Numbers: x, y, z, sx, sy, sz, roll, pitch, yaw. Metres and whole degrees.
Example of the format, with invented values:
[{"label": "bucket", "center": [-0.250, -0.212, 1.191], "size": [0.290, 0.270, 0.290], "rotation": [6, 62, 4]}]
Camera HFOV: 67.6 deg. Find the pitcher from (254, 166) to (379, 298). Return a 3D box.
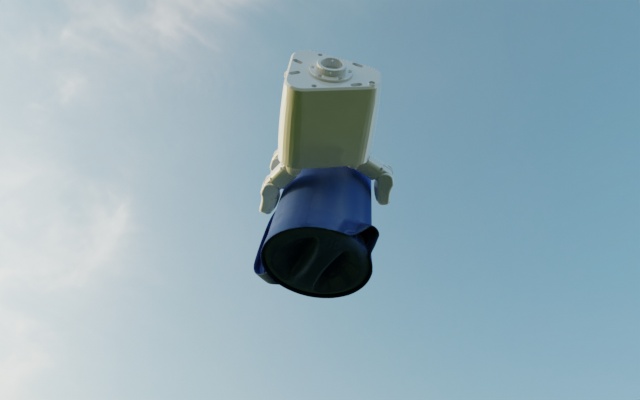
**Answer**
[{"label": "pitcher", "center": [0.000, 0.002, 0.647], "size": [0.149, 0.145, 0.242], "rotation": [9, 44, 1]}]
